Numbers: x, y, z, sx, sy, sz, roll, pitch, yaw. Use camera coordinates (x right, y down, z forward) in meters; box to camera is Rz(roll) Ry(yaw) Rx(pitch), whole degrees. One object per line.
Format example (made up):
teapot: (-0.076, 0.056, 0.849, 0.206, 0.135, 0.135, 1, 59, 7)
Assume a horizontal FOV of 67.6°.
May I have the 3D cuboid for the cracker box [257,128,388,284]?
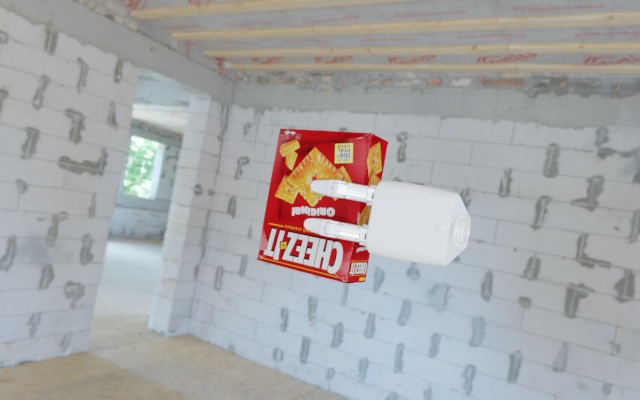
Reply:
cracker box: (0.000, 0.002, 0.722, 0.164, 0.213, 0.072, 9, -2, 32)
